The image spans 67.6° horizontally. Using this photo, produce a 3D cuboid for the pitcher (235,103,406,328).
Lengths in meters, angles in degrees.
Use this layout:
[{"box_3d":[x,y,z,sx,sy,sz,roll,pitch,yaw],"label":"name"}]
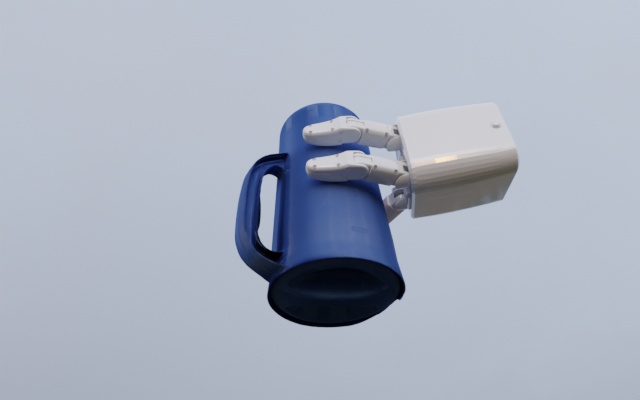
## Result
[{"box_3d":[0.000,0.002,0.525,0.145,0.242,0.149,-11,-41,8],"label":"pitcher"}]
